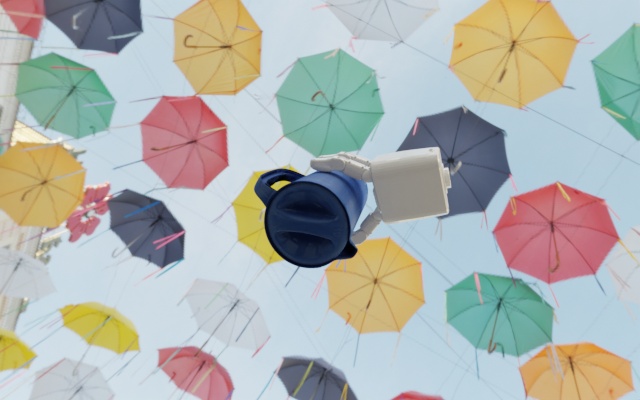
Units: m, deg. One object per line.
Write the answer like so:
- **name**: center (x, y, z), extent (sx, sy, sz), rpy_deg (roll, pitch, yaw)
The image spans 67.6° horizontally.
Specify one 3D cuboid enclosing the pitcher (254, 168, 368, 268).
- **pitcher**: center (0.000, 0.003, 0.801), extent (0.145, 0.149, 0.242), rpy_deg (-11, 11, 17)
